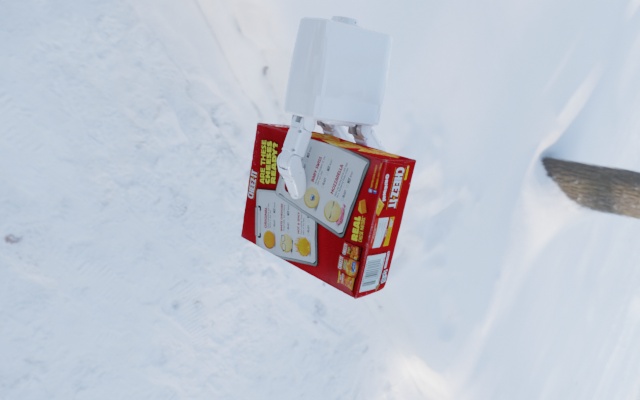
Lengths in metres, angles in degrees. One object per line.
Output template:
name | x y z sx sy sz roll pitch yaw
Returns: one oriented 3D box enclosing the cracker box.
cracker box | 0.000 0.002 0.604 0.213 0.164 0.072 22 17 40
